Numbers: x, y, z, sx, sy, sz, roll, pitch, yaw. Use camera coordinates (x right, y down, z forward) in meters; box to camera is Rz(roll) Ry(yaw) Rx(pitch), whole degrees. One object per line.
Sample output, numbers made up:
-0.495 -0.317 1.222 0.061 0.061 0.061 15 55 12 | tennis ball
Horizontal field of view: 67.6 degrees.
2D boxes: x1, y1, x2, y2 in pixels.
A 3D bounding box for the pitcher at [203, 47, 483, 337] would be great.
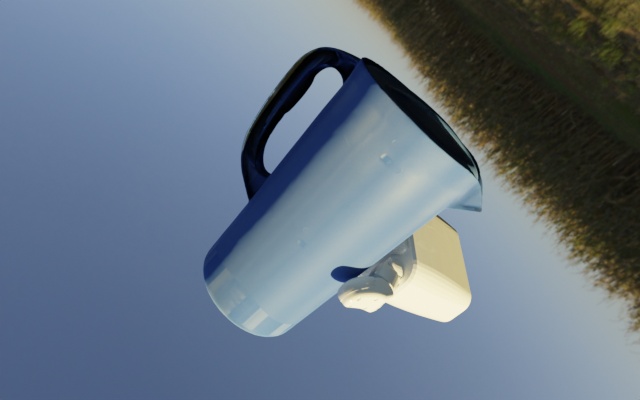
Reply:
0.000 0.001 0.416 0.145 0.149 0.243 27 -62 -37 | pitcher
